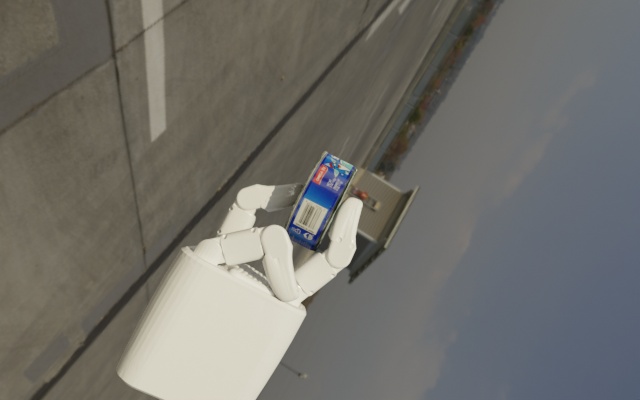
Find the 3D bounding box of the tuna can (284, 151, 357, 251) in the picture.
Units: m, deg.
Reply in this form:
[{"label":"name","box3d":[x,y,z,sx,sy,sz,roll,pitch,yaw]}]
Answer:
[{"label":"tuna can","box3d":[0.001,0.002,0.428,0.034,0.086,0.086,27,1,3]}]
